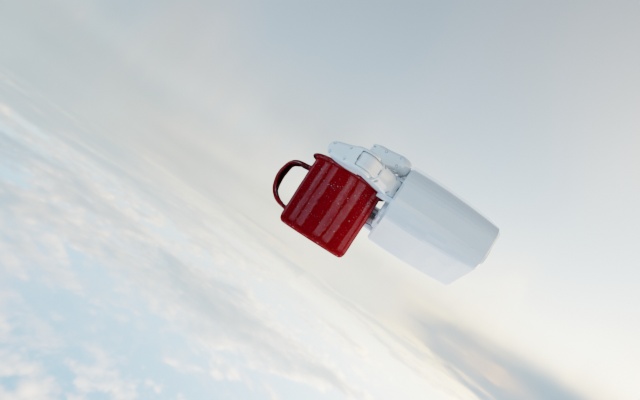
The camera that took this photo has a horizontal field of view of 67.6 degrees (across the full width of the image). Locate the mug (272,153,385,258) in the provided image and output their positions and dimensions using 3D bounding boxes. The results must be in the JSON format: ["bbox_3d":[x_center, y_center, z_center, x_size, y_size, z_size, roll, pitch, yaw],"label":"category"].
[{"bbox_3d":[-0.001,0.001,0.517,0.117,0.081,0.093,32,-5,9],"label":"mug"}]
